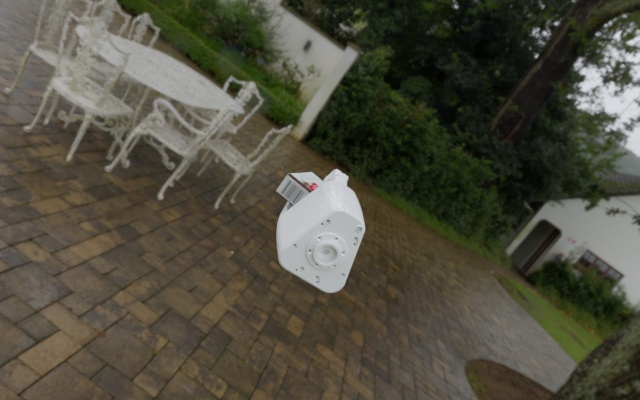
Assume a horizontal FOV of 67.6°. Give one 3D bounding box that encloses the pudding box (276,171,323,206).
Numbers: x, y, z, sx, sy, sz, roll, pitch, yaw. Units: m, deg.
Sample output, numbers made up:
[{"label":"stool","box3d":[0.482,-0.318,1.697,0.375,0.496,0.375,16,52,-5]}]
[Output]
[{"label":"pudding box","box3d":[0.000,0.002,0.727,0.113,0.039,0.090,40,16,13]}]
